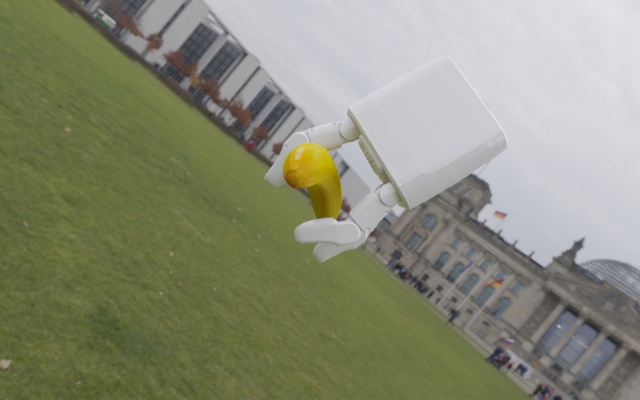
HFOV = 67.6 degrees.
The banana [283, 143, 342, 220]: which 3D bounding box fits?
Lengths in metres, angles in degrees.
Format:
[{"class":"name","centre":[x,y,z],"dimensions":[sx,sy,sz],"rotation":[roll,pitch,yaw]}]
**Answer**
[{"class":"banana","centre":[-0.002,-0.015,0.451],"dimensions":[0.037,0.069,0.198],"rotation":[-10,-21,7]}]
